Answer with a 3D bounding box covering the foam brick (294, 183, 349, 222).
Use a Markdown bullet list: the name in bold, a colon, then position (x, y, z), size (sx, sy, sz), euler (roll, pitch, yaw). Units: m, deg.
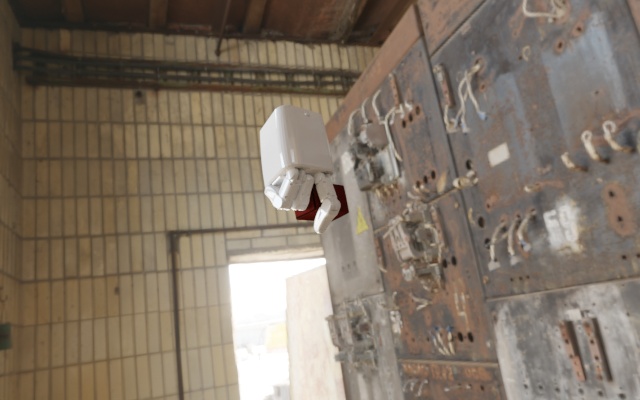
- **foam brick**: position (0.000, 0.003, 0.794), size (0.078, 0.051, 0.053), euler (7, -25, -43)
